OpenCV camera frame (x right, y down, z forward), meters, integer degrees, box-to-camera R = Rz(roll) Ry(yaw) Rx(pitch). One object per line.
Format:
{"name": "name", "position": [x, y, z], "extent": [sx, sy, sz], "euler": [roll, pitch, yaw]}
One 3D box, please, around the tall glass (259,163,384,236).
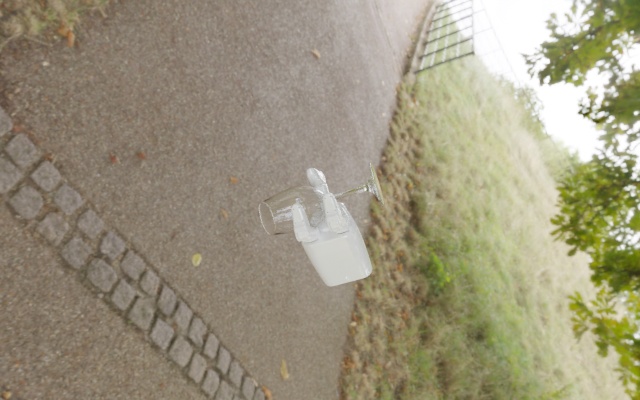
{"name": "tall glass", "position": [0.001, 0.002, 0.803], "extent": [0.201, 0.079, 0.079], "euler": [-17, -4, 12]}
